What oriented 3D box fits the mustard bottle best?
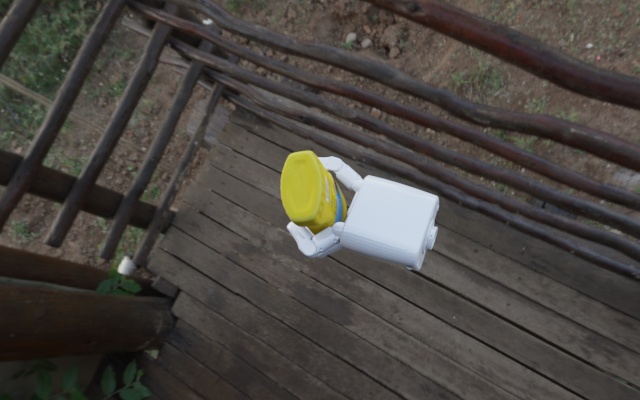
[{"bbox_3d":[0.000,0.002,0.691,0.058,0.096,0.192,-8,-15,14],"label":"mustard bottle"}]
